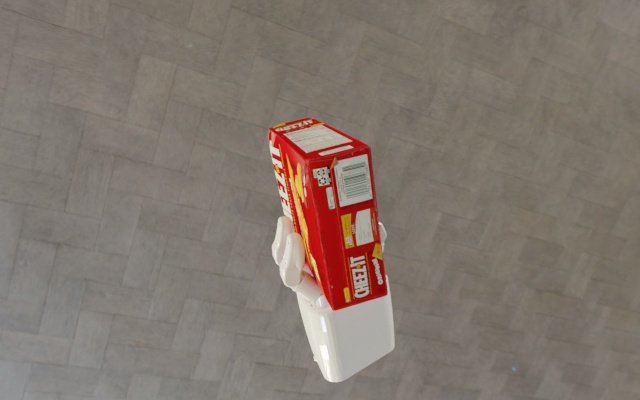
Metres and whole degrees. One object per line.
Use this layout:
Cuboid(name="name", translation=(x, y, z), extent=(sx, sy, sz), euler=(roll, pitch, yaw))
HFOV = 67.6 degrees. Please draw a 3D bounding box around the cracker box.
Cuboid(name="cracker box", translation=(0.000, 0.002, 0.558), extent=(0.072, 0.164, 0.213), euler=(-14, 20, -12))
